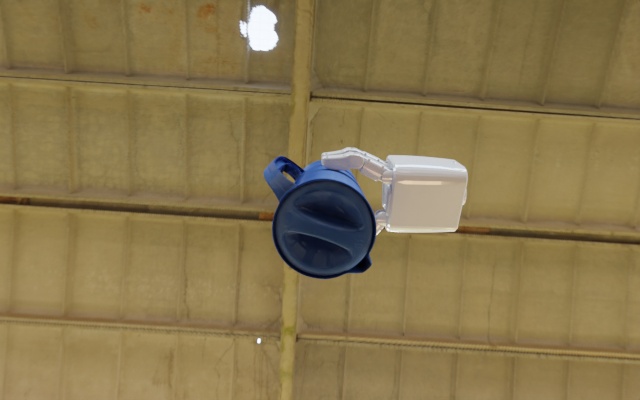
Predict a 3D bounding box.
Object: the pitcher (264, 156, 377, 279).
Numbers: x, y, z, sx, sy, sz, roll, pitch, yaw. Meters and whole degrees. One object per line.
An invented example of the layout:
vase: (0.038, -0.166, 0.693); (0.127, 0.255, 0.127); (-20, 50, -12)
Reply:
pitcher: (0.000, 0.002, 0.712); (0.145, 0.149, 0.242); (-1, 14, 1)
